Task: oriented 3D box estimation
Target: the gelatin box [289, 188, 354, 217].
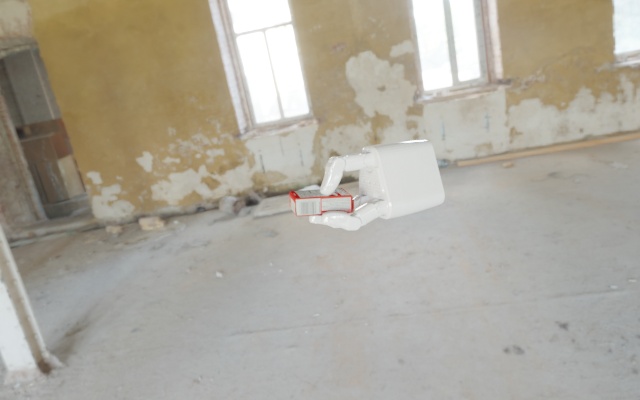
[{"bbox_3d":[0.000,0.002,0.735,0.089,0.030,0.073,-3,11,-10],"label":"gelatin box"}]
